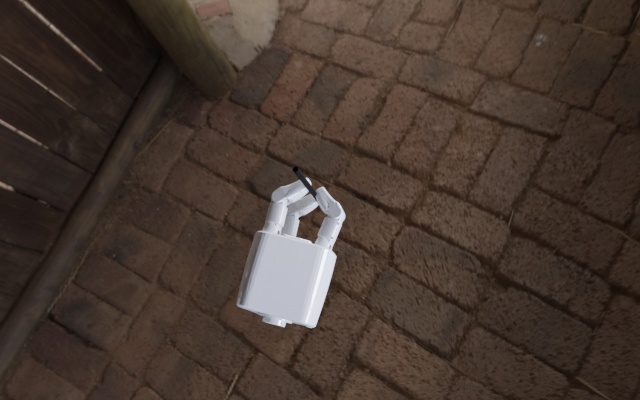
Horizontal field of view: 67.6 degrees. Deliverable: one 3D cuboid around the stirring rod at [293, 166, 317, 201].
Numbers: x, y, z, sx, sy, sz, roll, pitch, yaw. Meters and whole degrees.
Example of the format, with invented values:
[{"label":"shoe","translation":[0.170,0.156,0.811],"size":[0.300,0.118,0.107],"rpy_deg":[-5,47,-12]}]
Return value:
[{"label":"stirring rod","translation":[0.000,0.002,0.725],"size":[0.011,0.011,0.240],"rpy_deg":[0,-21,17]}]
